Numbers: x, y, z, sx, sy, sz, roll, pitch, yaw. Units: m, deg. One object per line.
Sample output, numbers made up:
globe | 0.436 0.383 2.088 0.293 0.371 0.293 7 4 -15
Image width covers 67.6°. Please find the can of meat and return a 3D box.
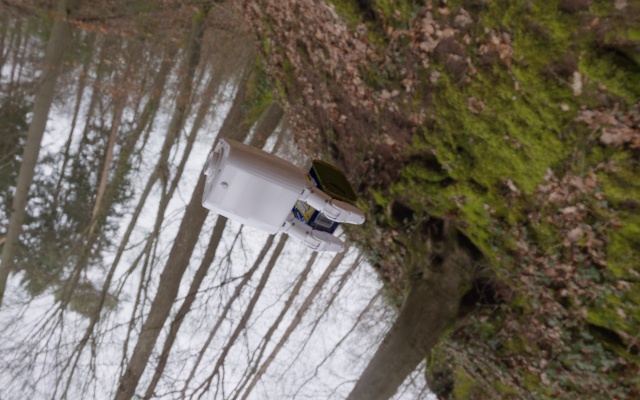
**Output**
can of meat | 0.000 0.003 0.698 0.057 0.084 0.102 21 24 -27
